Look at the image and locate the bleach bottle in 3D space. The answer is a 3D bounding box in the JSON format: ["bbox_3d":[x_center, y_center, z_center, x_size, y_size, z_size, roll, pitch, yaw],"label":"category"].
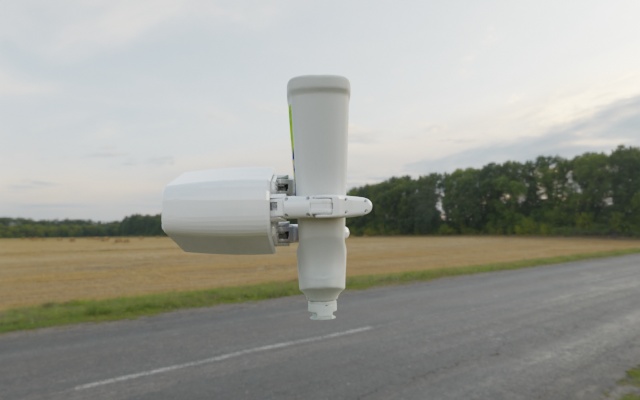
[{"bbox_3d":[0.000,0.002,0.516,0.068,0.251,0.102,-1,-4,-1],"label":"bleach bottle"}]
